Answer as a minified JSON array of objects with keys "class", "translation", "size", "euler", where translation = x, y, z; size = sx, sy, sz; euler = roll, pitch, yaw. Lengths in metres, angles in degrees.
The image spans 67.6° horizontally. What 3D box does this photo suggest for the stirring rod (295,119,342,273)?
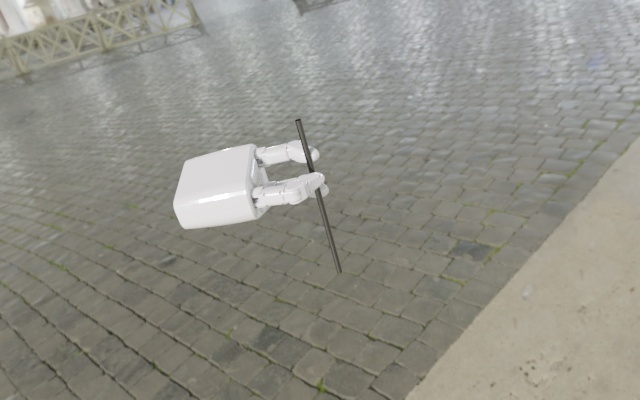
[{"class":"stirring rod","translation":[0.000,0.002,0.656],"size":[0.011,0.240,0.011],"euler":[-12,27,6]}]
